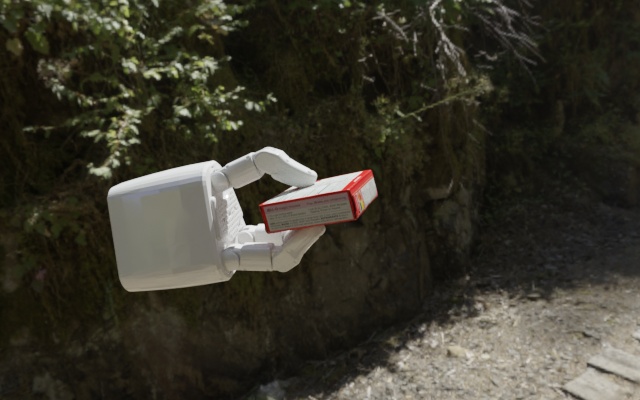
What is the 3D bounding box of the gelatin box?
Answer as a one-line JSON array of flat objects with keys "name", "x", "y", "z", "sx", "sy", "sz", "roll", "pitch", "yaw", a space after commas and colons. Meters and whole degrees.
[{"name": "gelatin box", "x": 0.000, "y": 0.001, "z": 0.436, "sx": 0.089, "sy": 0.030, "sz": 0.073, "roll": -11, "pitch": 11, "yaw": 23}]
